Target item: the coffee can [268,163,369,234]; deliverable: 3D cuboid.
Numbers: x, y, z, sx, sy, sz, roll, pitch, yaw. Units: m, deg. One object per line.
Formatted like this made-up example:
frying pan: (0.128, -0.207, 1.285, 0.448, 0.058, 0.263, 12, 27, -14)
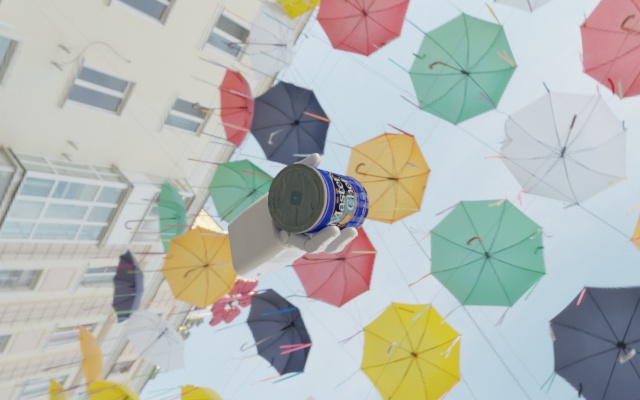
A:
coffee can: (0.000, 0.002, 0.751, 0.103, 0.103, 0.140, 0, -5, 32)
